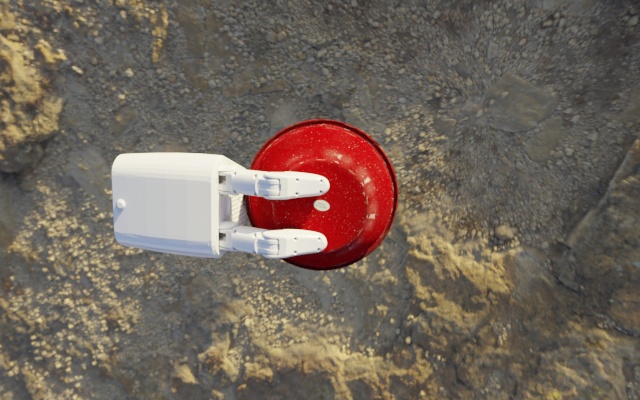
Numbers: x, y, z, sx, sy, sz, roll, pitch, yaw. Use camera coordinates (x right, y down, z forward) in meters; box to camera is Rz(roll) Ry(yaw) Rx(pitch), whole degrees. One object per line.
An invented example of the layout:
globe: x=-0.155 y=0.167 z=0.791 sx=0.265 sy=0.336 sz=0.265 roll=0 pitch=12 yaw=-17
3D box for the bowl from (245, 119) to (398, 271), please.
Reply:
bowl: x=0.001 y=0.001 z=0.476 sx=0.162 sy=0.162 sz=0.055 roll=0 pitch=11 yaw=1
